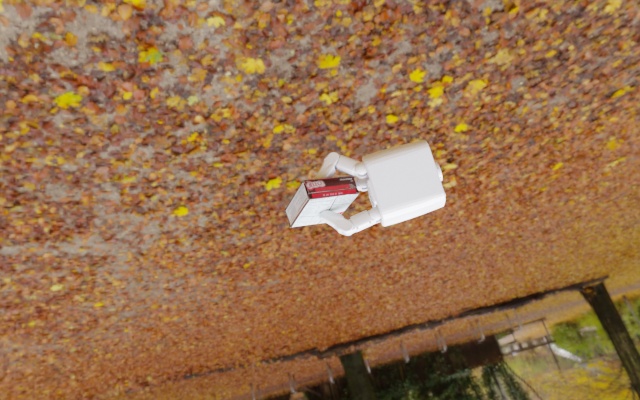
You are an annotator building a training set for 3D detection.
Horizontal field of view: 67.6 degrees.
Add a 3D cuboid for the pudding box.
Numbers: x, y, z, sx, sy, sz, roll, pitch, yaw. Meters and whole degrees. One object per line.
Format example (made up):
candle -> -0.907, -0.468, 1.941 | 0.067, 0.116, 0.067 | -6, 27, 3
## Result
pudding box -> 0.000, 0.003, 0.786 | 0.090, 0.039, 0.113 | -6, -26, -24
